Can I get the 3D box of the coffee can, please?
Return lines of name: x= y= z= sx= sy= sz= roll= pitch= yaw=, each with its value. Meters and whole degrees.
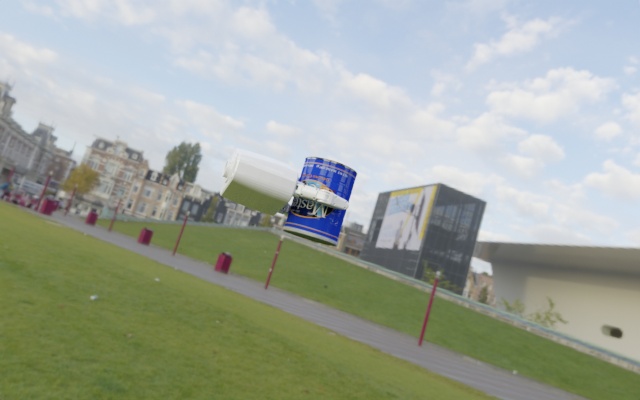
coffee can: x=0.000 y=0.003 z=0.880 sx=0.103 sy=0.140 sz=0.103 roll=17 pitch=-9 yaw=3
